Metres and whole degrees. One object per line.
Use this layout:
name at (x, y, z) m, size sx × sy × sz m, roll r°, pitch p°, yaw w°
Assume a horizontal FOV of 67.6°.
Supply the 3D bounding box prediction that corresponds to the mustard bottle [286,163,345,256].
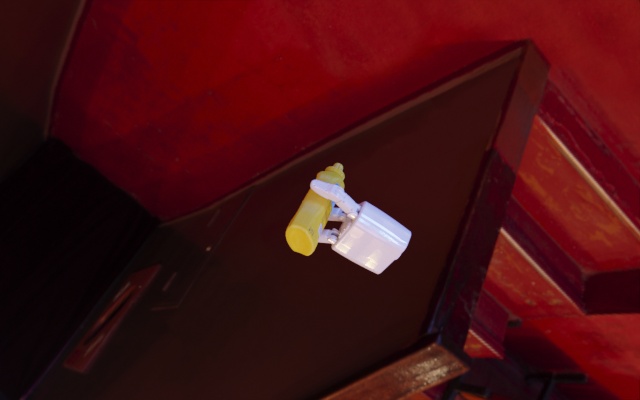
mustard bottle at (0.000, 0.003, 0.898) m, size 0.058 × 0.191 × 0.096 m, roll 19°, pitch -33°, yaw 15°
